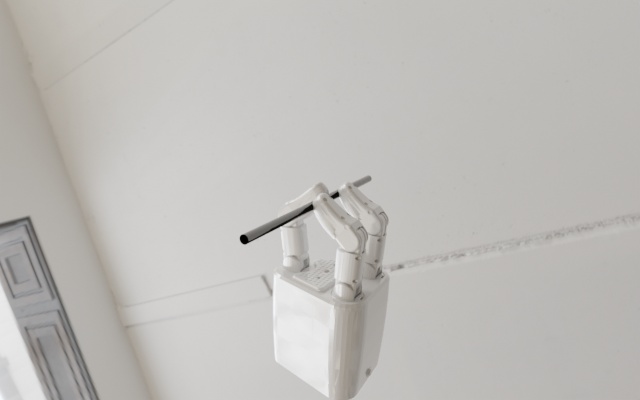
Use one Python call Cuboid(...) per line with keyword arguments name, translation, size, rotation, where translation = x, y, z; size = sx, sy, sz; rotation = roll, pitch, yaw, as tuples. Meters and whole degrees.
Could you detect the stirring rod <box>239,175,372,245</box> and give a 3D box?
Cuboid(name="stirring rod", translation=(0.000, 0.002, 0.447), size=(0.011, 0.011, 0.239), rotation=(0, 13, 28))
